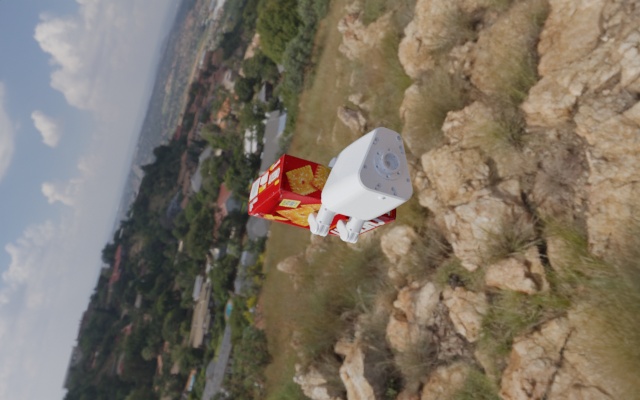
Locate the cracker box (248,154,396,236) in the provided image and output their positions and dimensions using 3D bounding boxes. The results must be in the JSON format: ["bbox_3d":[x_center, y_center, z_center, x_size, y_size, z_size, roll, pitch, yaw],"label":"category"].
[{"bbox_3d":[0.000,0.003,0.834,0.214,0.072,0.164,15,-22,-22],"label":"cracker box"}]
